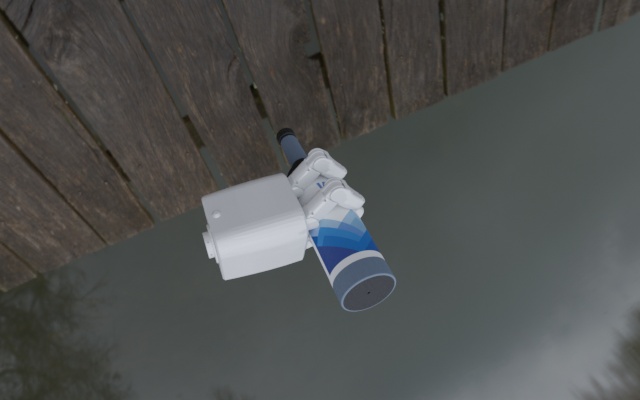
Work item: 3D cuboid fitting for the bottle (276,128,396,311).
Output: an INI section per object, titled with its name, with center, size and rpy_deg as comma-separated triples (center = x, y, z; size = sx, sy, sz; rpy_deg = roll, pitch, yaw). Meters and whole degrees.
[bottle]
center = 0.000, 0.002, 0.615
size = 0.069, 0.069, 0.295
rpy_deg = 0, 43, -29
